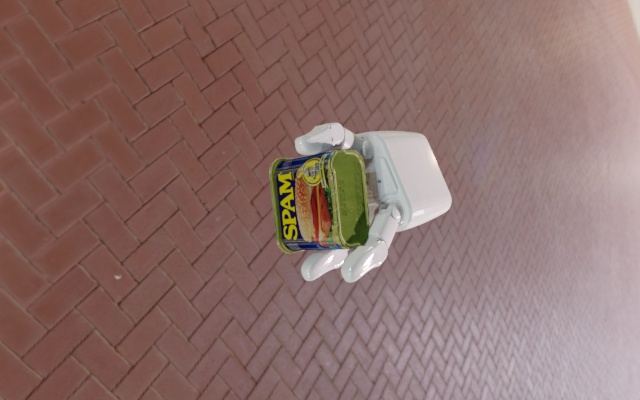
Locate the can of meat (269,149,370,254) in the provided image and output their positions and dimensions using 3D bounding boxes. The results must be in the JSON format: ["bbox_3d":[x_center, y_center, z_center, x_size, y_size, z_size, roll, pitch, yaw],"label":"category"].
[{"bbox_3d":[0.000,0.001,0.486,0.084,0.102,0.057,-6,0,41],"label":"can of meat"}]
